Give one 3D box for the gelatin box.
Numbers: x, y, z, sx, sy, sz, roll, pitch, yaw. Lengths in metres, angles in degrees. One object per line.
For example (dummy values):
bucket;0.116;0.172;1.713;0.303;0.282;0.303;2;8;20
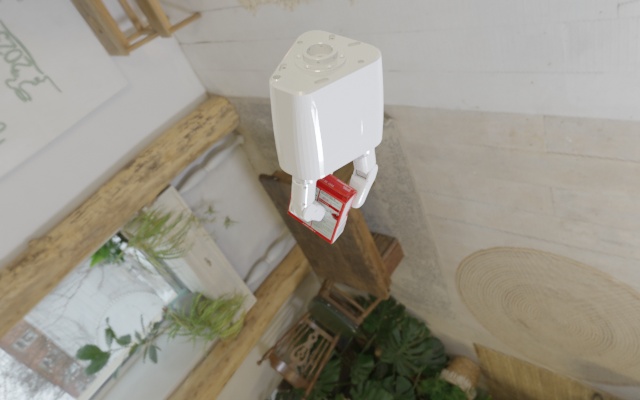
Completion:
gelatin box;0.000;0.002;0.590;0.073;0.089;0.030;34;53;15
